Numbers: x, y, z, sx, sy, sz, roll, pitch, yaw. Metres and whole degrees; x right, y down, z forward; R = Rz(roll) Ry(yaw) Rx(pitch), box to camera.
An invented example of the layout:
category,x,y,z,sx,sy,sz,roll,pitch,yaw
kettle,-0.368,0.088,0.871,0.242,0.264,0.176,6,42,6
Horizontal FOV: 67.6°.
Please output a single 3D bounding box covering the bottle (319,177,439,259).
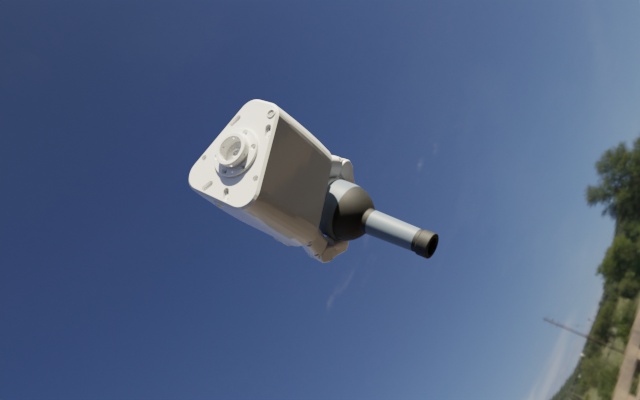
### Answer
category,x,y,z,sx,sy,sz,roll,pitch,yaw
bottle,0.000,0.002,0.564,0.295,0.069,0.069,22,13,34
